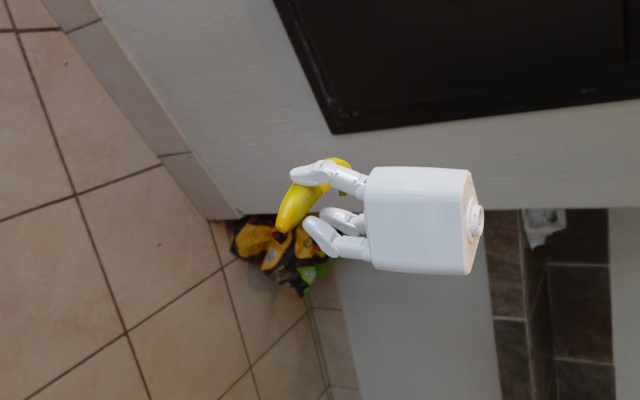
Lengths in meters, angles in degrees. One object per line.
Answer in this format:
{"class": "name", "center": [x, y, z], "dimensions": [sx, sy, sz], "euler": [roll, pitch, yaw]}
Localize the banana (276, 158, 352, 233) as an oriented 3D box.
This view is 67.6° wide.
{"class": "banana", "center": [0.001, -0.017, 0.621], "dimensions": [0.037, 0.070, 0.197], "euler": [6, 16, 26]}
